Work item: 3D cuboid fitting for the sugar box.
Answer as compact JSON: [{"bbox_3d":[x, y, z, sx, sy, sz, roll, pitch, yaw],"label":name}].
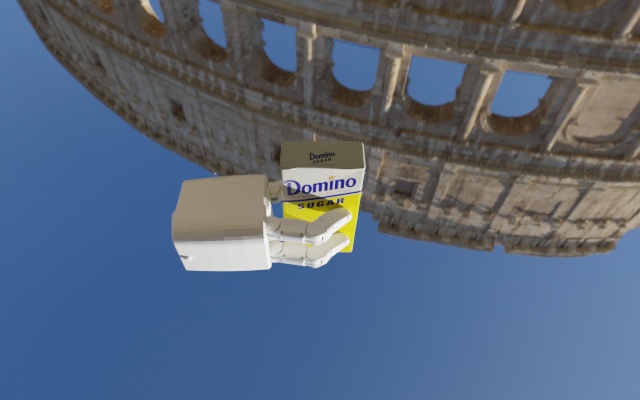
[{"bbox_3d":[0.000,0.002,0.585,0.093,0.048,0.176,0,-34,-1],"label":"sugar box"}]
